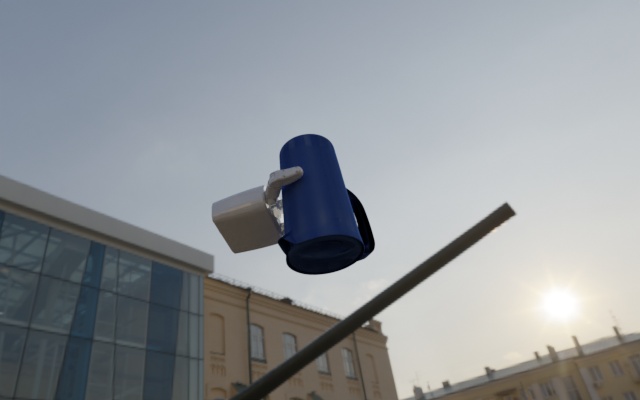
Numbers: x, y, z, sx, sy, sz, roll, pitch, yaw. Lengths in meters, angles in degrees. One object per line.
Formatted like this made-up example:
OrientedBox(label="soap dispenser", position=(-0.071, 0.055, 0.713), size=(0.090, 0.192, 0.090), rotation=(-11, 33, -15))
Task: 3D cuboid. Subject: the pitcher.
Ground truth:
OrientedBox(label="pitcher", position=(0.000, 0.003, 0.861), size=(0.145, 0.242, 0.149), rotation=(-17, -35, 10))
